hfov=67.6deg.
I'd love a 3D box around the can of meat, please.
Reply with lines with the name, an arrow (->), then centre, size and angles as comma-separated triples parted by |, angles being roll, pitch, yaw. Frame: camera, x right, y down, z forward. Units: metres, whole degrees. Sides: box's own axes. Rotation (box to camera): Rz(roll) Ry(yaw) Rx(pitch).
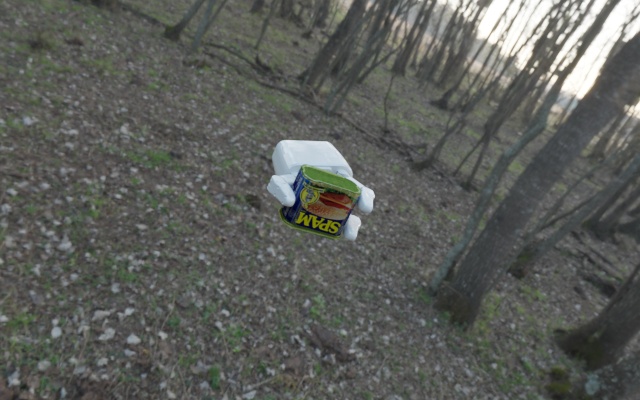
can of meat -> 0.000, 0.002, 0.712 | 0.102, 0.084, 0.057 | 17, 24, -22
